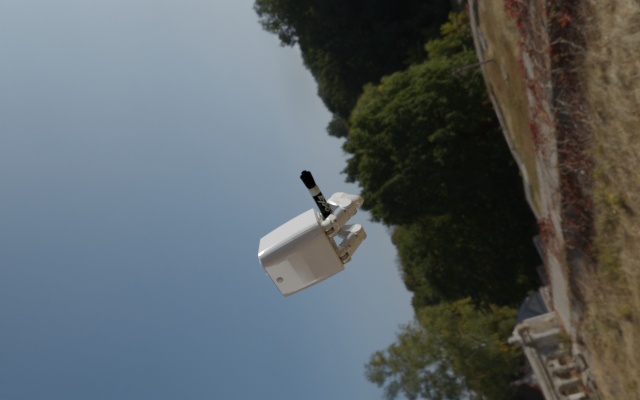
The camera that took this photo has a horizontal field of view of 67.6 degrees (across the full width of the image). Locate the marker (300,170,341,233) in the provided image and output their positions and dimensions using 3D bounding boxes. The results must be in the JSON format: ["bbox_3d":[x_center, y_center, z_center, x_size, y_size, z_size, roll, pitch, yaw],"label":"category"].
[{"bbox_3d":[0.000,0.002,0.754,0.020,0.121,0.020,-22,30,13],"label":"marker"}]
